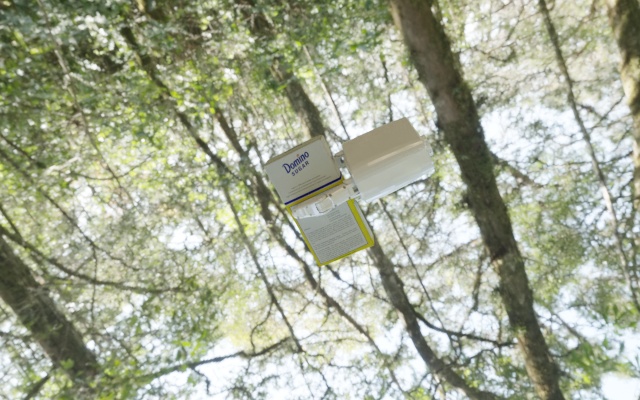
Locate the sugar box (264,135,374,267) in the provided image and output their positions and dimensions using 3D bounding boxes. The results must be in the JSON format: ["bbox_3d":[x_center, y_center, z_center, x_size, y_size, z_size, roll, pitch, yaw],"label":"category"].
[{"bbox_3d":[0.000,0.002,0.696,0.093,0.176,0.048,-24,14,11],"label":"sugar box"}]
